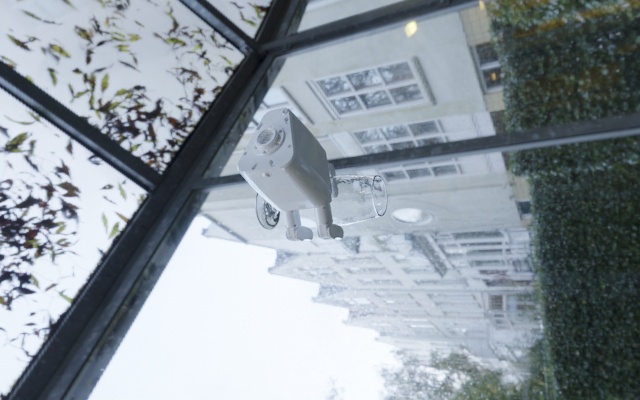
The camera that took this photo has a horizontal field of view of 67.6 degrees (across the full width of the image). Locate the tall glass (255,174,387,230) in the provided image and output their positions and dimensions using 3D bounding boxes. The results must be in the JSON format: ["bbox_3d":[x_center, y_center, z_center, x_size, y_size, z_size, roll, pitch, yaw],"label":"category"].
[{"bbox_3d":[0.000,0.003,0.750,0.201,0.079,0.079,-6,-3,27],"label":"tall glass"}]
